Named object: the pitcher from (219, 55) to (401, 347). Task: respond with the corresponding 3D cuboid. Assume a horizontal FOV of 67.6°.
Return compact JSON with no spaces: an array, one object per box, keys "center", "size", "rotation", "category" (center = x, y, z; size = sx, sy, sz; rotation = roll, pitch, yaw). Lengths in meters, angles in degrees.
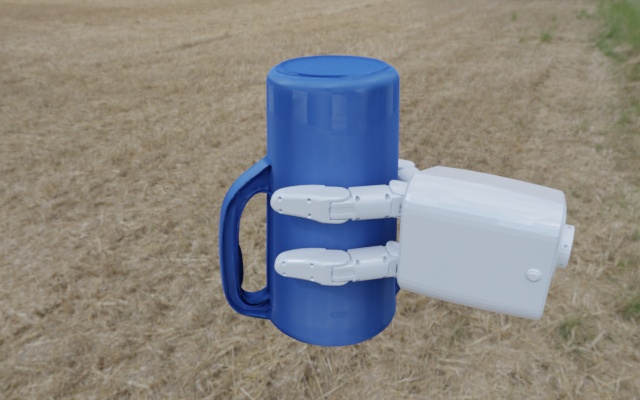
[{"center":[0.000,0.001,0.432],"size":[0.145,0.243,0.149],"rotation":[13,29,25],"category":"pitcher"}]
